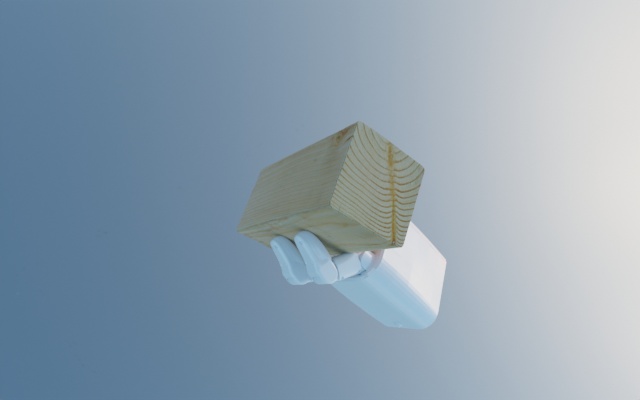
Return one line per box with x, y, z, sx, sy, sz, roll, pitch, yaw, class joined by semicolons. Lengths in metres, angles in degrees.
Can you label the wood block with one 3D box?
0.001;0.002;0.518;0.090;0.090;0.206;31;-24;-24;wood block
